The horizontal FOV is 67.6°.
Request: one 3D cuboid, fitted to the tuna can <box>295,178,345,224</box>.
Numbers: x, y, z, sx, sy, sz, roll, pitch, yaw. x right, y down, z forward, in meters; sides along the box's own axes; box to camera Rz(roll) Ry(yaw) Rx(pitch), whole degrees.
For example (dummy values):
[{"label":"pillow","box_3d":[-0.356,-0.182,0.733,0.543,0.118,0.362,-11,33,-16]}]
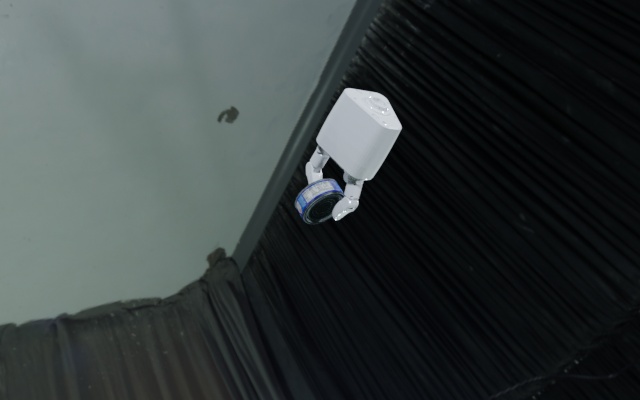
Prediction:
[{"label":"tuna can","box_3d":[0.000,0.003,0.837,0.086,0.033,0.086,-23,-31,-15]}]
